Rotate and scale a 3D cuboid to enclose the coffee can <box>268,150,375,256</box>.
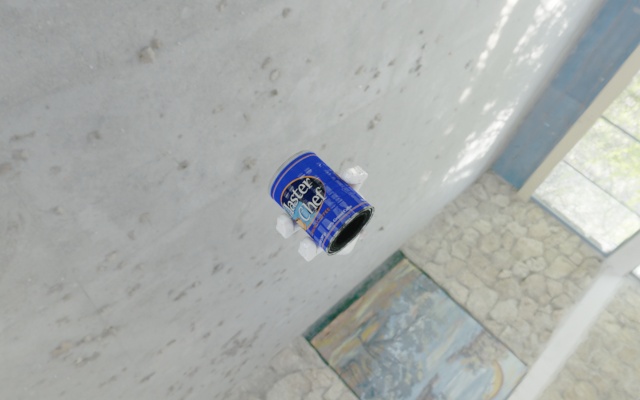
[{"bbox_3d":[0.000,0.002,0.755,0.140,0.103,0.103,44,18,19],"label":"coffee can"}]
